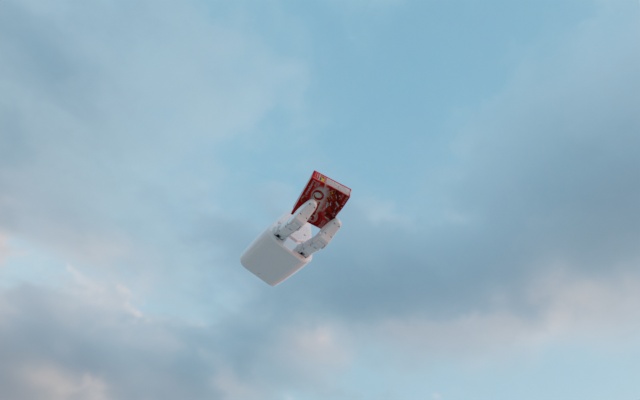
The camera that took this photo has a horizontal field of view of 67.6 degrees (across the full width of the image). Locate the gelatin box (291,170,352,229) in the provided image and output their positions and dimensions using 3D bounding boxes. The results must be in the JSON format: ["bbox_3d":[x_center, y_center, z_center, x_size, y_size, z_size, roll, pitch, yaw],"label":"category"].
[{"bbox_3d":[0.000,0.002,0.817,0.073,0.089,0.030,27,33,-7],"label":"gelatin box"}]
